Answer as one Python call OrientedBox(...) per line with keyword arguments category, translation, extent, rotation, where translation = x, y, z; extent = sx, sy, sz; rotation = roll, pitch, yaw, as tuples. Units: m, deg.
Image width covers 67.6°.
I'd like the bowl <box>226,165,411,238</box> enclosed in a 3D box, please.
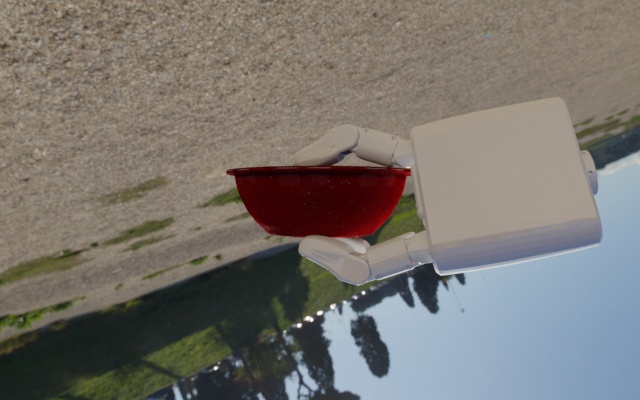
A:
OrientedBox(category="bowl", translation=(-0.001, 0.002, 0.415), extent=(0.162, 0.055, 0.162), rotation=(1, 1, 0))
